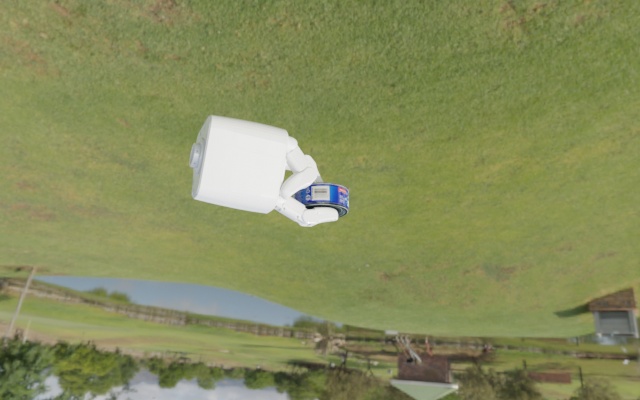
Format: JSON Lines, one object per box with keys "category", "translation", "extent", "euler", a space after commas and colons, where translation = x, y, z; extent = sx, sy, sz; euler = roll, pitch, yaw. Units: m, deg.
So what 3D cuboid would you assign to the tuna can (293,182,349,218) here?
{"category": "tuna can", "translation": [0.000, 0.003, 0.716], "extent": [0.086, 0.033, 0.086], "euler": [-1, -18, 0]}
